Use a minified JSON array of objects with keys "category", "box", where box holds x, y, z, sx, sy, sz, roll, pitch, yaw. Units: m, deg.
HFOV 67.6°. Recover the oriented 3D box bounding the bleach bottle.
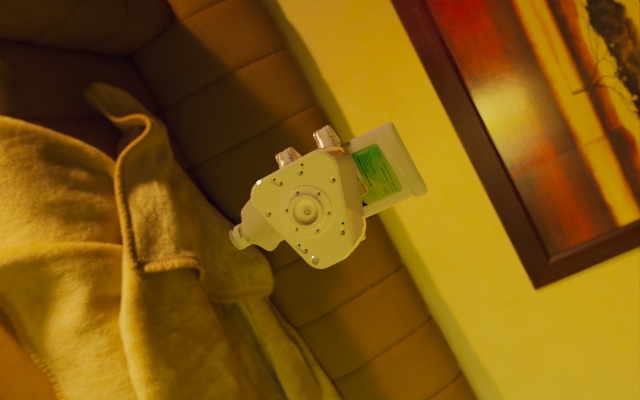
[{"category":"bleach bottle","box":[0.000,0.002,0.605,0.251,0.102,0.068,-28,2,12]}]
